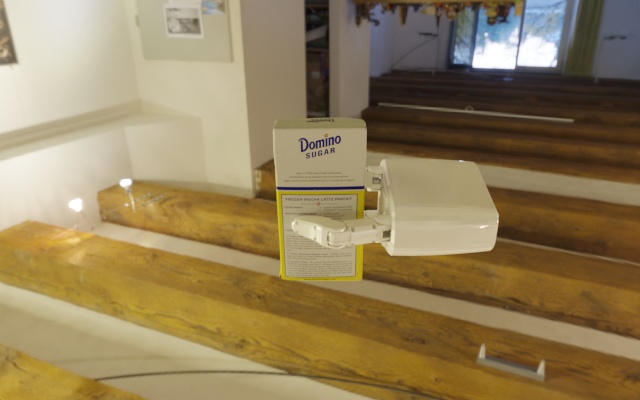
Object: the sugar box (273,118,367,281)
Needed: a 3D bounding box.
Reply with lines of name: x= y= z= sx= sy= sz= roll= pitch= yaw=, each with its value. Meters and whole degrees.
sugar box: x=0.000 y=0.002 z=0.510 sx=0.093 sy=0.176 sz=0.048 roll=0 pitch=22 yaw=0
